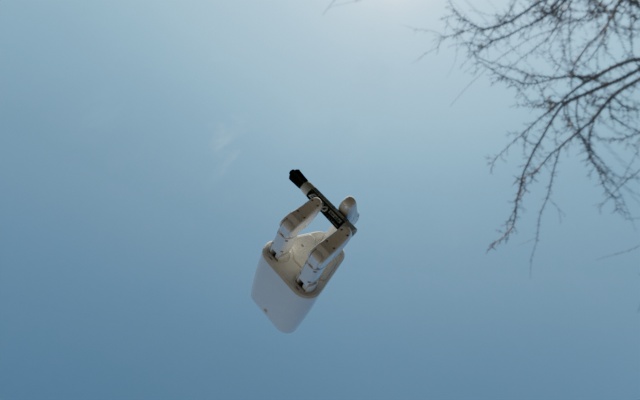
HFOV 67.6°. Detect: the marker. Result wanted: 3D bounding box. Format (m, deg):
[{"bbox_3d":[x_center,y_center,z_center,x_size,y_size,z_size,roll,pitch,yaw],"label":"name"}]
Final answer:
[{"bbox_3d":[0.000,0.002,0.614,0.121,0.020,0.020,46,20,21],"label":"marker"}]
